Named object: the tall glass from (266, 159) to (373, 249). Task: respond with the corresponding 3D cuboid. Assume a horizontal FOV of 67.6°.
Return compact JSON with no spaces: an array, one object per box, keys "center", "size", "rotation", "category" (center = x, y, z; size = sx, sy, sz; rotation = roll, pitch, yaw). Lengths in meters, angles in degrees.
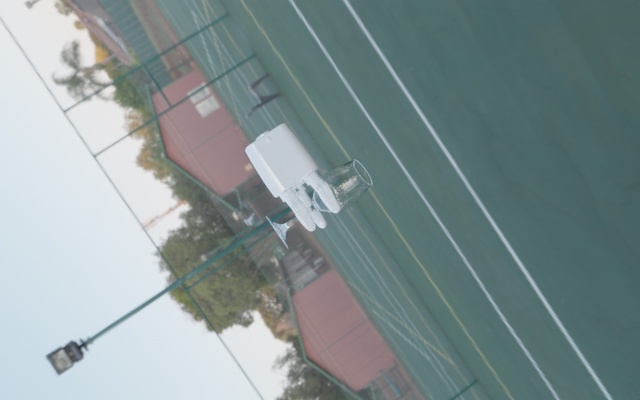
[{"center":[0.000,0.003,0.899],"size":[0.201,0.079,0.079],"rotation":[-35,4,-7],"category":"tall glass"}]
